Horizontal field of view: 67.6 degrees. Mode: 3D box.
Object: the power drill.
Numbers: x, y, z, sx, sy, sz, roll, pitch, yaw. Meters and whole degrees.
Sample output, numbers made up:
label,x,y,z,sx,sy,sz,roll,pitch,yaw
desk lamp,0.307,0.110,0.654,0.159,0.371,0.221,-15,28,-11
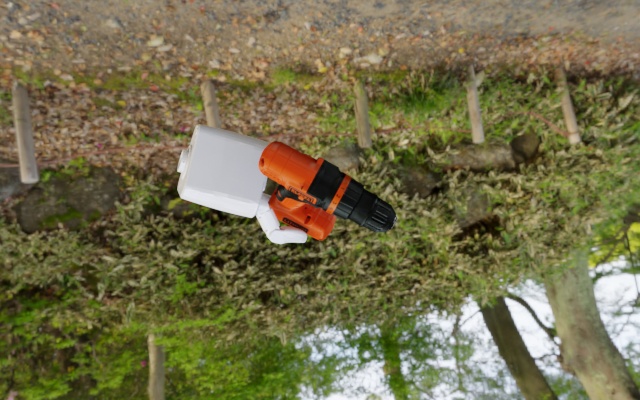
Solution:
label,x,y,z,sx,sy,sz,roll,pitch,yaw
power drill,0.000,0.002,0.652,0.184,0.057,0.188,30,-19,0
